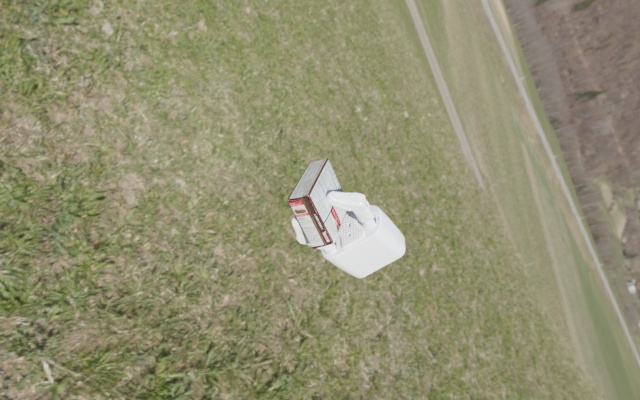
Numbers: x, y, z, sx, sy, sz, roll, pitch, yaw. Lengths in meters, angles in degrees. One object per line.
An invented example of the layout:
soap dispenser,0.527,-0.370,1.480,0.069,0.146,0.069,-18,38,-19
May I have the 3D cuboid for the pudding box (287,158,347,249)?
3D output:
pudding box,0.000,0.002,0.712,0.039,0.090,0.113,-15,27,25
